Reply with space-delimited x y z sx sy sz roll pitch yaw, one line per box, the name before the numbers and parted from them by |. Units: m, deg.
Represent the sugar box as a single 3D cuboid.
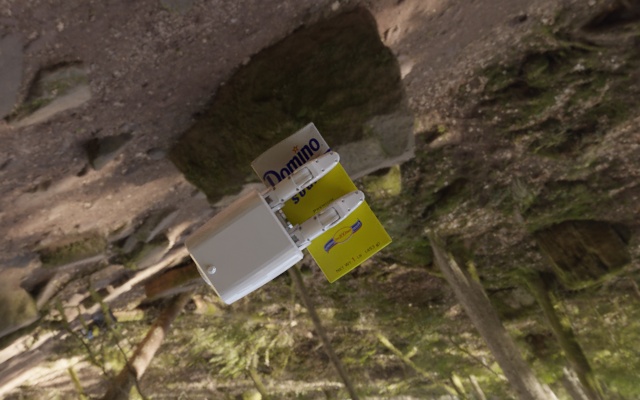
sugar box | 0.000 0.002 0.589 0.093 0.176 0.048 -35 1 -3
